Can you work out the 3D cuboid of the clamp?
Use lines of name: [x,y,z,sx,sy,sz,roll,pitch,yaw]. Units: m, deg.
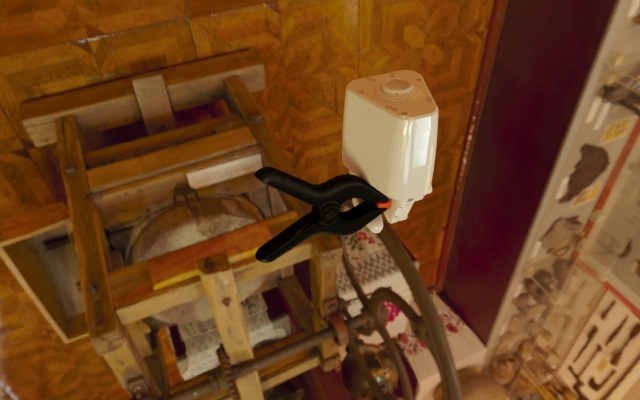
clamp: [0.000,0.002,0.551,0.171,0.120,0.039,-17,41,-17]
